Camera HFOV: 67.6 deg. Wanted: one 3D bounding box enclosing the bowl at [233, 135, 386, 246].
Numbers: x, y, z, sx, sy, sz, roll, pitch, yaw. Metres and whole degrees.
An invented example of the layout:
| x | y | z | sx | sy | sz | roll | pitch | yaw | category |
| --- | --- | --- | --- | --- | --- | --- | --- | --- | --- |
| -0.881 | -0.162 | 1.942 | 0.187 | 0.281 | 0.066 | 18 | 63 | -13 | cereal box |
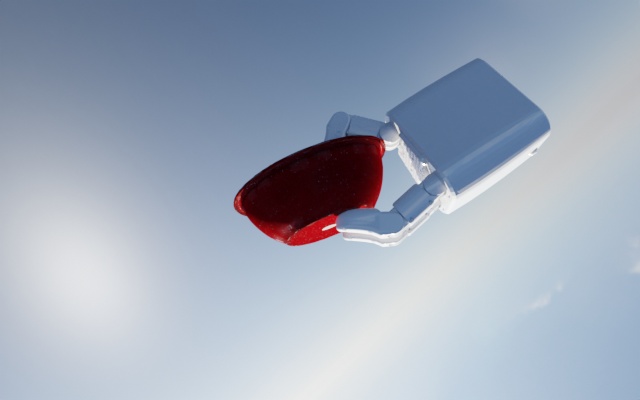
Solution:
| x | y | z | sx | sy | sz | roll | pitch | yaw | category |
| --- | --- | --- | --- | --- | --- | --- | --- | --- | --- |
| -0.001 | 0.003 | 0.468 | 0.162 | 0.055 | 0.162 | -21 | -16 | -6 | bowl |
